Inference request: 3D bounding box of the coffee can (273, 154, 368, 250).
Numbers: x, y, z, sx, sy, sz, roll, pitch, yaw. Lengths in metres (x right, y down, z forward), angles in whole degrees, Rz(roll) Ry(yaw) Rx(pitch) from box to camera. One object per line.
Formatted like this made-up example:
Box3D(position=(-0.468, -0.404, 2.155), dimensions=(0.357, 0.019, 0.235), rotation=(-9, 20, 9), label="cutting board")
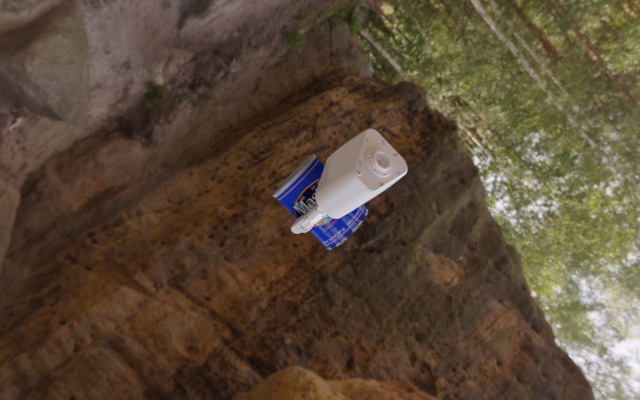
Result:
Box3D(position=(0.000, 0.003, 0.847), dimensions=(0.140, 0.103, 0.103), rotation=(45, -8, -8), label="coffee can")
